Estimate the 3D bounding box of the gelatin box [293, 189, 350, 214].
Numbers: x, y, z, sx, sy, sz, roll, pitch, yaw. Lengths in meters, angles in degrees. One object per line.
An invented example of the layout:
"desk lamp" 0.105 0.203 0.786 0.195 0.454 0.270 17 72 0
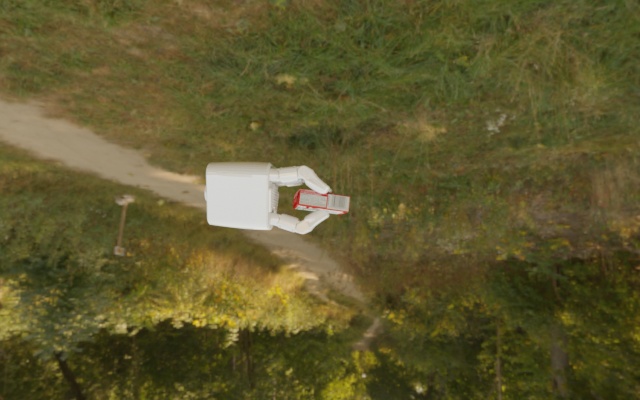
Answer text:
"gelatin box" 0.000 0.003 0.815 0.089 0.030 0.073 8 -6 -7
